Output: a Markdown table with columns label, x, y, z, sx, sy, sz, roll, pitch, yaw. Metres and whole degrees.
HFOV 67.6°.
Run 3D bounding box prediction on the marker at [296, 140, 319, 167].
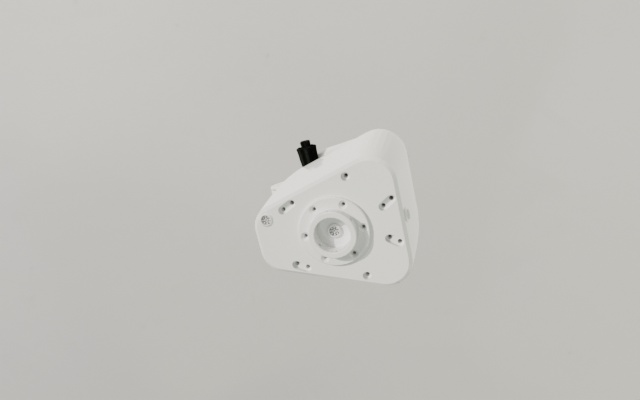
| label | x | y | z | sx | sy | sz | roll | pitch | yaw |
| --- | --- | --- | --- | --- | --- | --- | --- | --- | --- |
| marker | 0.000 | 0.001 | 0.457 | 0.020 | 0.121 | 0.020 | -14 | 13 | 3 |
